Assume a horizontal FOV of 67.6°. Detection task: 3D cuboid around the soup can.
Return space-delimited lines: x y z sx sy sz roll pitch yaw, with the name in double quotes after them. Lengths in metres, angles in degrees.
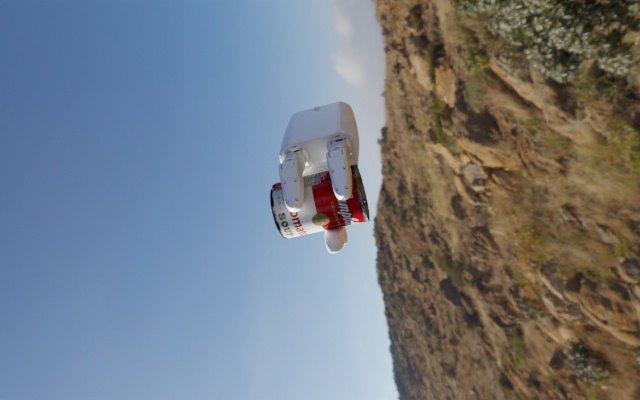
0.000 0.002 0.554 0.102 0.068 0.068 -13 -2 10 "soup can"
